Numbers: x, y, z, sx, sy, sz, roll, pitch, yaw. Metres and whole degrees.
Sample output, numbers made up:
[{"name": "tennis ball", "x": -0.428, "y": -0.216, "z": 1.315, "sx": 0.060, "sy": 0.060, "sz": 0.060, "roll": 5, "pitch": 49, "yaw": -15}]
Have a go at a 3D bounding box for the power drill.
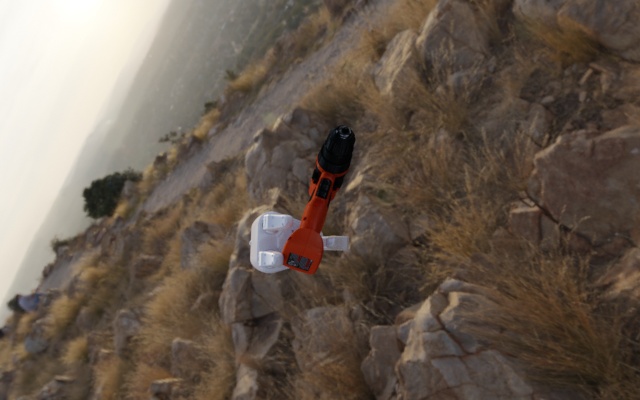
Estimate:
[{"name": "power drill", "x": 0.000, "y": 0.003, "z": 0.708, "sx": 0.057, "sy": 0.187, "sz": 0.184, "roll": 19, "pitch": -30, "yaw": 1}]
